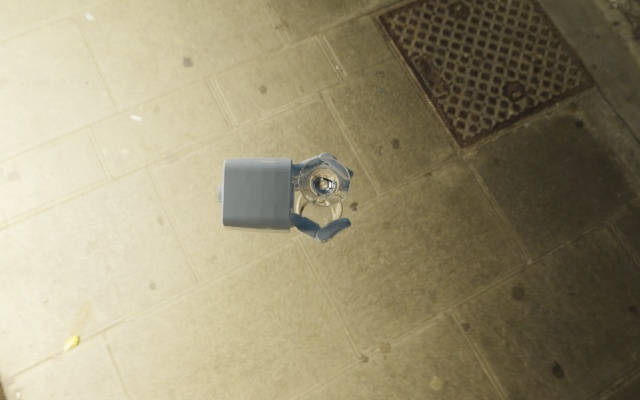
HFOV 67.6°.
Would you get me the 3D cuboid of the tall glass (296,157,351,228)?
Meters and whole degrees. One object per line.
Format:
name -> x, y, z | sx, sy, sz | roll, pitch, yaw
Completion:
tall glass -> 0.000, 0.002, 0.767 | 0.079, 0.079, 0.201 | 0, -17, -3
